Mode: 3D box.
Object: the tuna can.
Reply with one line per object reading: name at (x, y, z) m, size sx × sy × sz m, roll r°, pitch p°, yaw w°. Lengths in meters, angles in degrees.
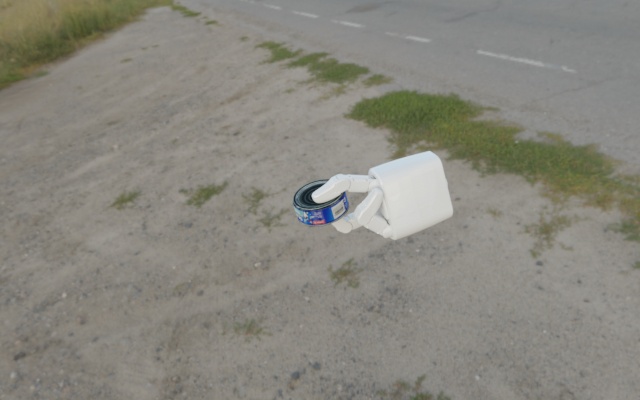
tuna can at (0.000, 0.002, 0.752) m, size 0.086 × 0.034 × 0.086 m, roll -11°, pitch 33°, yaw 8°
